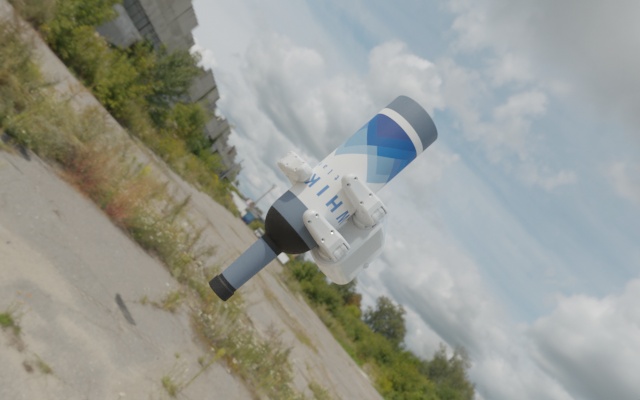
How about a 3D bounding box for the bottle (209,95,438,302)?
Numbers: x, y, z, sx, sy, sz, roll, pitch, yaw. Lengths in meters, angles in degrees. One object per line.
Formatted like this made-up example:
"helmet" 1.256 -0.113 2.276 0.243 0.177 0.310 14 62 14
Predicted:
"bottle" 0.000 0.002 0.526 0.295 0.069 0.069 -41 7 -8
